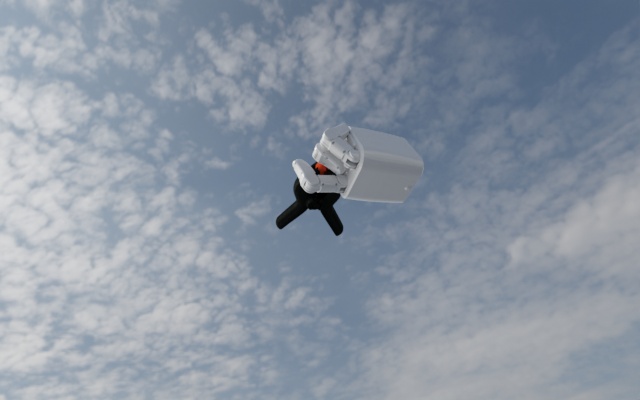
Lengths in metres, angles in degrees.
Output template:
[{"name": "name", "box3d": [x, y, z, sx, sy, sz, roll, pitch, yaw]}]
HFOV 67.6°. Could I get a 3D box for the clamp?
[{"name": "clamp", "box3d": [0.000, 0.002, 0.805, 0.120, 0.039, 0.172, 9, -41, -16]}]
